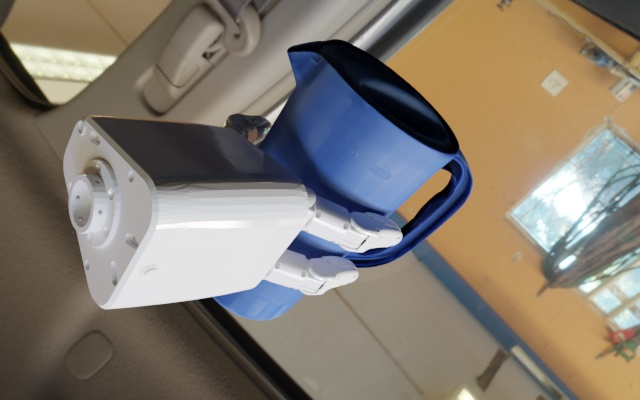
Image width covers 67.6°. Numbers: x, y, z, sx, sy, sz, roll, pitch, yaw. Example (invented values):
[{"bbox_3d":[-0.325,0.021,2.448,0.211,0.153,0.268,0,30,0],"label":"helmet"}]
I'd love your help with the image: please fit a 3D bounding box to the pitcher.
[{"bbox_3d":[0.000,0.001,0.419,0.145,0.149,0.243,-3,-41,-51],"label":"pitcher"}]
